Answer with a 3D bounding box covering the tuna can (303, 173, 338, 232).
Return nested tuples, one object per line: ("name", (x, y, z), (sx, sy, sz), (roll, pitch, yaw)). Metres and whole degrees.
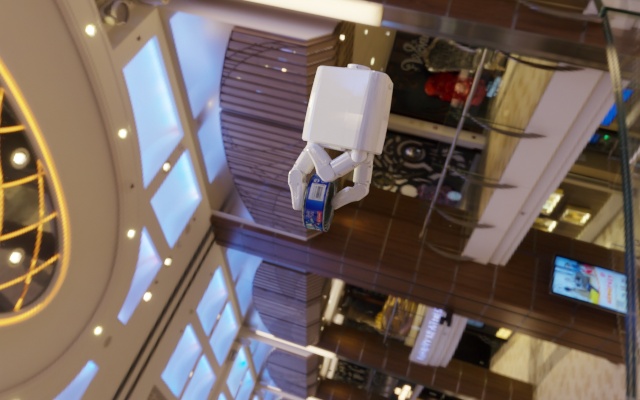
("tuna can", (0.000, 0.002, 0.716), (0.034, 0.086, 0.086), (9, 2, 11))
